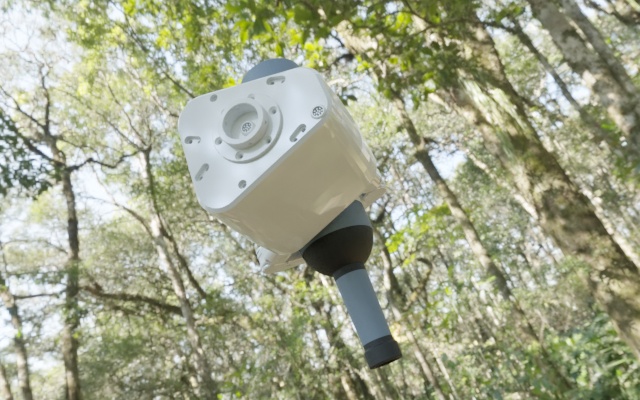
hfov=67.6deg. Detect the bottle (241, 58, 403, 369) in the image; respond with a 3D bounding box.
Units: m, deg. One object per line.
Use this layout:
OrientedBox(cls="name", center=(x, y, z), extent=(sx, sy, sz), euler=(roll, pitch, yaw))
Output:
OrientedBox(cls="bottle", center=(0.000, 0.001, 0.428), extent=(0.069, 0.295, 0.069), euler=(-18, -26, -9))
